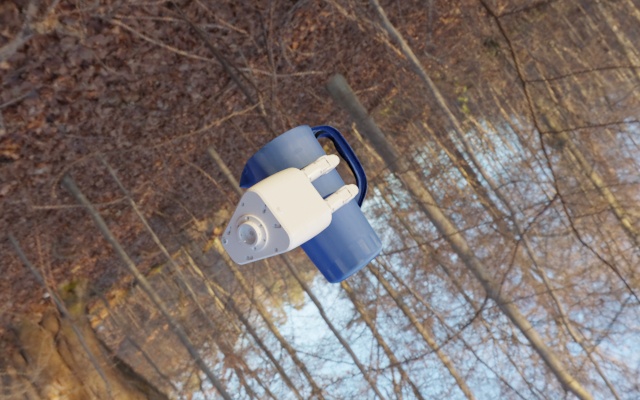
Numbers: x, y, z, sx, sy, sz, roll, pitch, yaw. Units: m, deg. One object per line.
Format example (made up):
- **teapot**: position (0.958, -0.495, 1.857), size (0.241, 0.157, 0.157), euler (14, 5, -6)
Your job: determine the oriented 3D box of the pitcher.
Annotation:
- **pitcher**: position (0.000, 0.003, 0.777), size (0.149, 0.243, 0.145), euler (-37, -4, 30)
